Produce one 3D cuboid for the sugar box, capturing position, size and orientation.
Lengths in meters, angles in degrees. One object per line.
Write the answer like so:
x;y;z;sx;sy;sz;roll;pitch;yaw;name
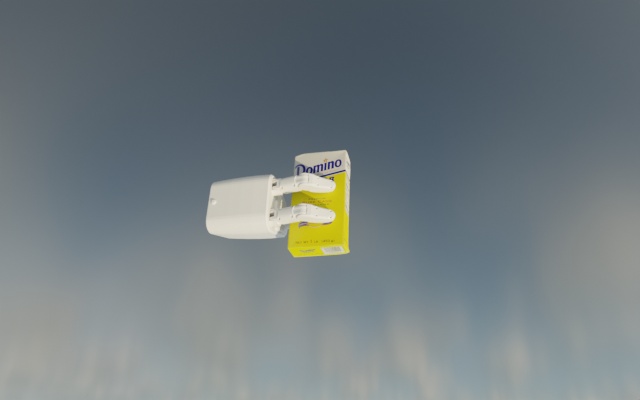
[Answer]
0.000;0.002;0.786;0.093;0.176;0.048;-5;-27;12;sugar box
